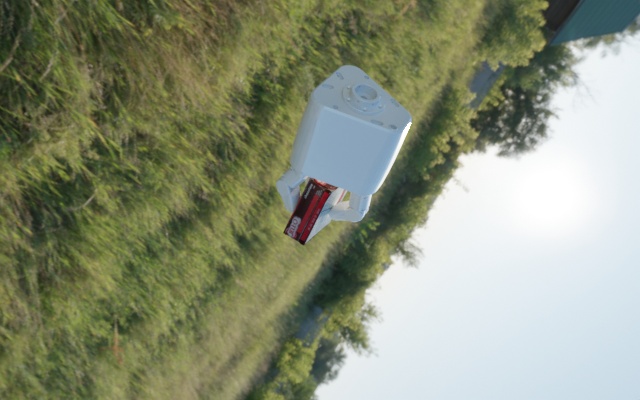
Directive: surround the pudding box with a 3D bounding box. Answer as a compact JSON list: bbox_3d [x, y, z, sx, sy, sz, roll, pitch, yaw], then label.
[{"bbox_3d":[0.000,0.002,0.663,0.039,0.090,0.113,33,23,11],"label":"pudding box"}]
